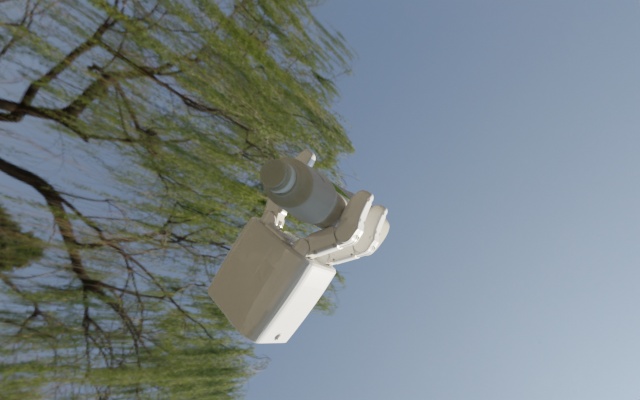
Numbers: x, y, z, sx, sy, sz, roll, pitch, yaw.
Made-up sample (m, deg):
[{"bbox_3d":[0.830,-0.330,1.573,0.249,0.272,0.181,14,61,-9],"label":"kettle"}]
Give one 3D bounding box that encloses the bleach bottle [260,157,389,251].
[{"bbox_3d":[0.000,0.002,0.559,0.102,0.068,0.251,35,2,29],"label":"bleach bottle"}]
